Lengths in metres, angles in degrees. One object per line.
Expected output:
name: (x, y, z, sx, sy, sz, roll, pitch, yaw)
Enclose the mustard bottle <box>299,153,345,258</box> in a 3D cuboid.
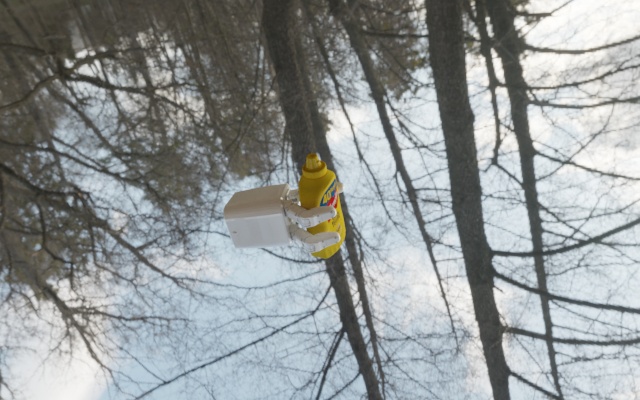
mustard bottle: (0.001, 0.003, 0.841, 0.058, 0.192, 0.096, 8, 40, 26)
